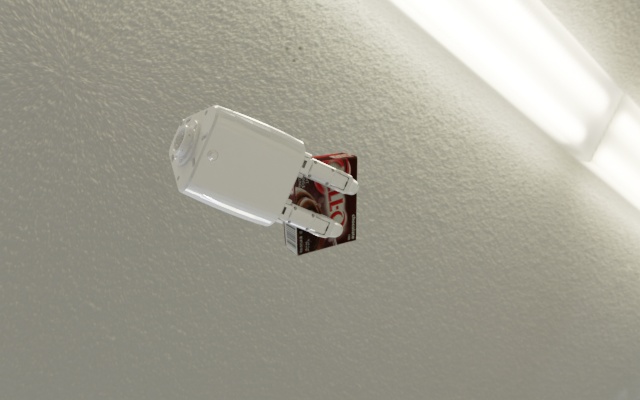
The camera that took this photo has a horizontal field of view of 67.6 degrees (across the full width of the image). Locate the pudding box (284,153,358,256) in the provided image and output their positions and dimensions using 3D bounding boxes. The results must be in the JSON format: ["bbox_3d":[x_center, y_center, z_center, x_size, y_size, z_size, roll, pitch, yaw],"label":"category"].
[{"bbox_3d":[0.000,0.002,0.584,0.090,0.113,0.039,-11,22,-31],"label":"pudding box"}]
